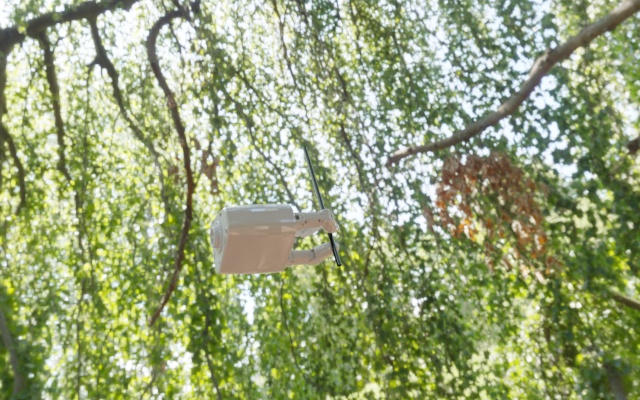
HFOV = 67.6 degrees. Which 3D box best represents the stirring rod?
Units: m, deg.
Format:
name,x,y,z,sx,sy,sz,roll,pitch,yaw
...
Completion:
name,x,y,z,sx,sy,sz,roll,pitch,yaw
stirring rod,0.000,0.003,0.815,0.011,0.239,0.011,-12,-30,-7
